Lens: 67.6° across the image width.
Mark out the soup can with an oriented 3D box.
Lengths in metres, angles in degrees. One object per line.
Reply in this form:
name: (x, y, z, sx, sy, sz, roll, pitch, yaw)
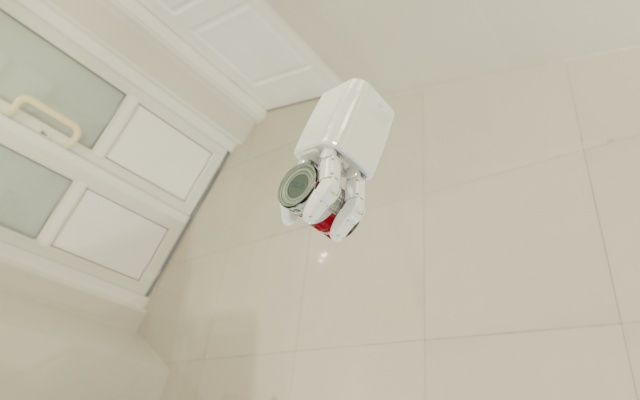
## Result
soup can: (0.000, 0.002, 0.644, 0.068, 0.068, 0.102, 0, -27, 43)
